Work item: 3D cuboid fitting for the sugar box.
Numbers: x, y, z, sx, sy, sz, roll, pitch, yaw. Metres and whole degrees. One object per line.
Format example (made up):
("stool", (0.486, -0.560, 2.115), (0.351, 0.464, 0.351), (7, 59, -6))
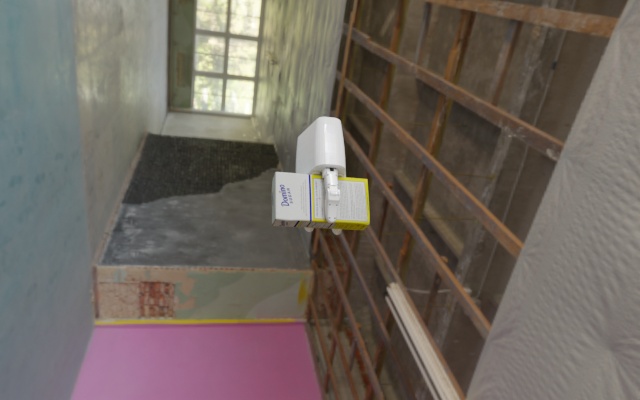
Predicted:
("sugar box", (0.000, 0.003, 0.874), (0.176, 0.093, 0.048), (4, -22, -13))
